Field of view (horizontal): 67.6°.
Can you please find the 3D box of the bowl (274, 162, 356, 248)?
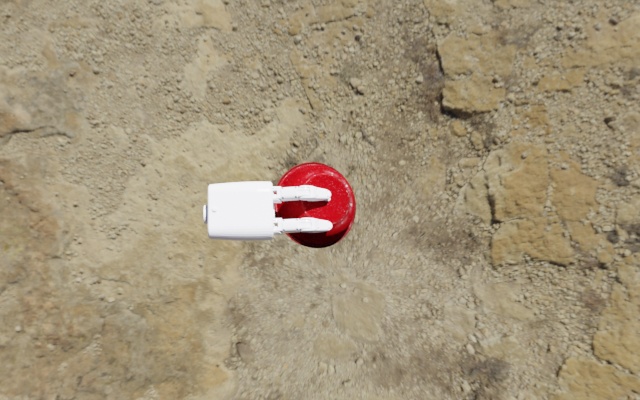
[{"bbox_3d":[0.001,0.002,0.856,0.162,0.162,0.055,0,-11,-20],"label":"bowl"}]
